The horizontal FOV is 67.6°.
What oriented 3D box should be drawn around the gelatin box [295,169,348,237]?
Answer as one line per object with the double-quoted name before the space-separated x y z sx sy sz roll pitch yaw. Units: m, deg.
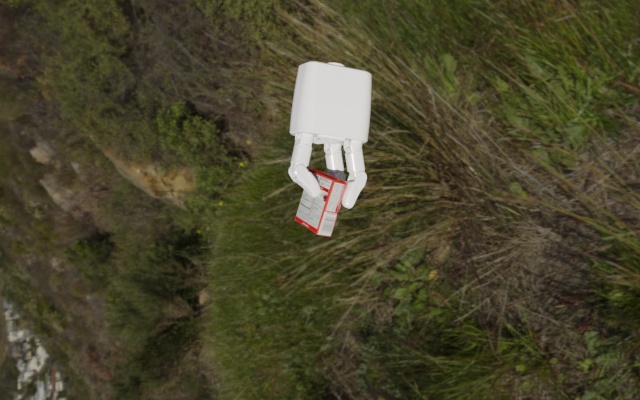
"gelatin box" 0.000 0.003 0.741 0.030 0.089 0.073 12 9 -34
